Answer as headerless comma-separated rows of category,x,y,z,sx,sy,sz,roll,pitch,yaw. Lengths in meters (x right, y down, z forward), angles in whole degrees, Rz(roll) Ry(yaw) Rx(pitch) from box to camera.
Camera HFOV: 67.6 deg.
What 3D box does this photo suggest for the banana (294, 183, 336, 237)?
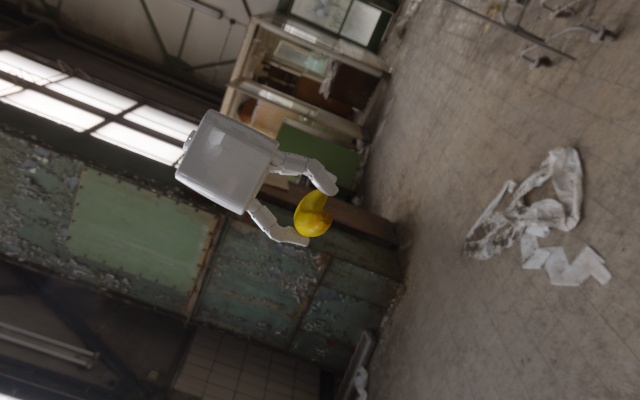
banana,-0.011,0.016,0.676,0.037,0.069,0.197,34,15,-8
